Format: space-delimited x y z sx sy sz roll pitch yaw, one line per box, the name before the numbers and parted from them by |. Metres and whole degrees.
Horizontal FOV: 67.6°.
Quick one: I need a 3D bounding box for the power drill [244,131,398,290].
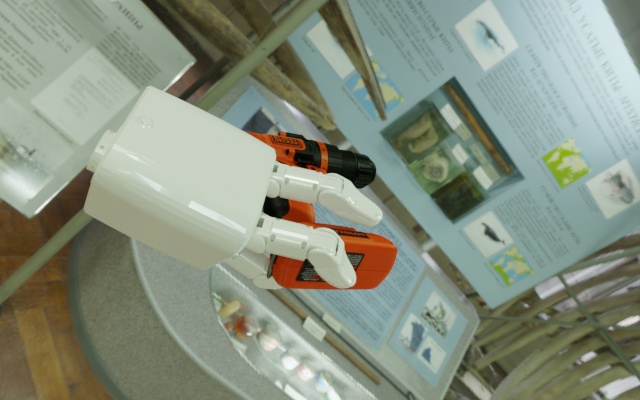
power drill | 0.000 0.002 0.460 0.184 0.057 0.187 5 34 -26
